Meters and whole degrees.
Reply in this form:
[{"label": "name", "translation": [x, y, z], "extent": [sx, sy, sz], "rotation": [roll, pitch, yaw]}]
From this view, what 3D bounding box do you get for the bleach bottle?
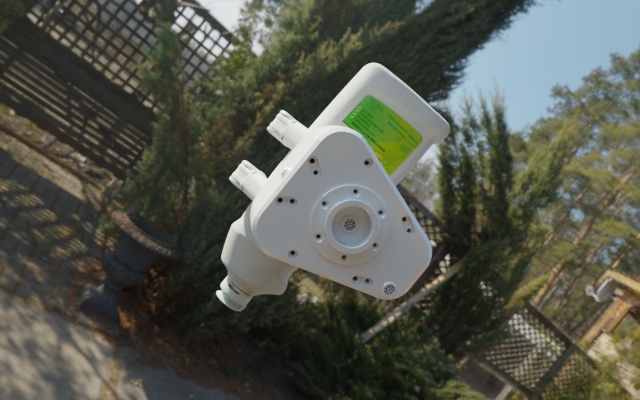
[{"label": "bleach bottle", "translation": [0.000, 0.001, 0.442], "extent": [0.102, 0.251, 0.068], "rotation": [39, 1, -9]}]
